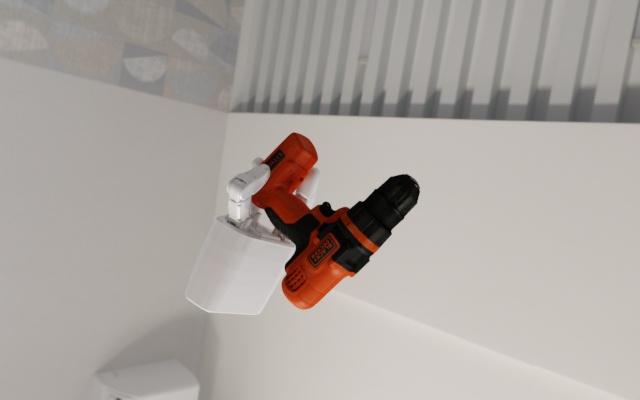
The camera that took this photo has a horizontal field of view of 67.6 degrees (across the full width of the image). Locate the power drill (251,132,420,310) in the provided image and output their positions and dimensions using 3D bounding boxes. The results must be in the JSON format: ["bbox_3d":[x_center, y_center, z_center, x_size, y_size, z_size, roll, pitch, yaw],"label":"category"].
[{"bbox_3d":[0.000,0.002,0.545,0.057,0.184,0.187,38,11,-48],"label":"power drill"}]
